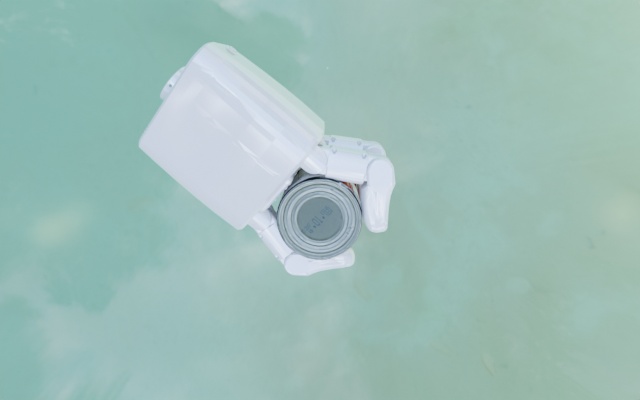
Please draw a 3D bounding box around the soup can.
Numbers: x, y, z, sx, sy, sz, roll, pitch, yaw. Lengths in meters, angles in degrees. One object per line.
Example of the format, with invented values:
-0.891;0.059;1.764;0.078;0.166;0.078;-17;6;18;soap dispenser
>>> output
0.000;0.002;0.410;0.068;0.068;0.102;0;15;1;soup can
